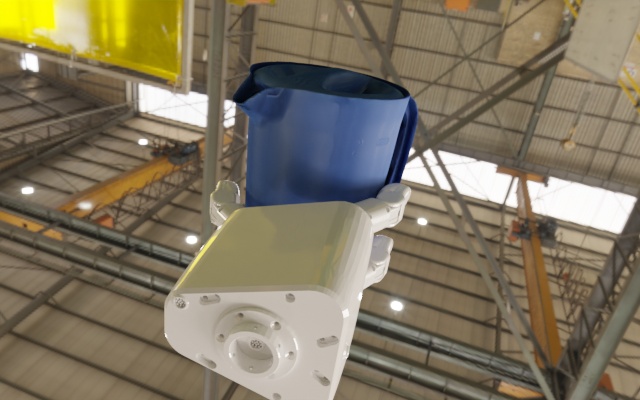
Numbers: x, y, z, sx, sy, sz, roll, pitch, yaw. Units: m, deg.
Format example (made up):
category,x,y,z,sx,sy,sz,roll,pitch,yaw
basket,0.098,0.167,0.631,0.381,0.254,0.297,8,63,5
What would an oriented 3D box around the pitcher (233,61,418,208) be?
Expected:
category,x,y,z,sx,sy,sz,roll,pitch,yaw
pitcher,0.000,0.002,0.444,0.149,0.243,0.145,12,24,5
